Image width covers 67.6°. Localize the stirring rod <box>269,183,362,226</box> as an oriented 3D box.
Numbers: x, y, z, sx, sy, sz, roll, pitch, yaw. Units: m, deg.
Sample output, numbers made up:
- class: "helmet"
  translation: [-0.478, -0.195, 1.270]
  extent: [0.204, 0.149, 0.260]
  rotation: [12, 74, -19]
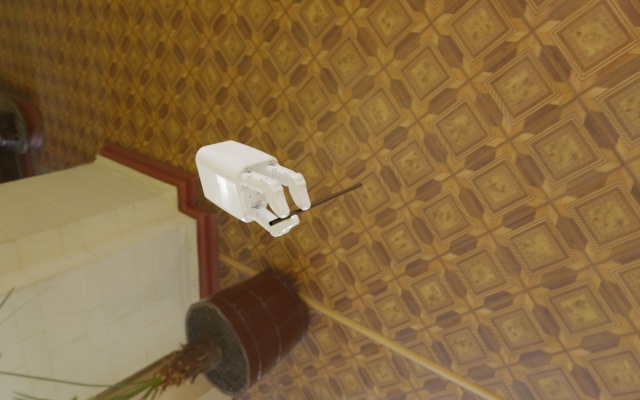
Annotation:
- class: "stirring rod"
  translation: [0.000, 0.003, 0.805]
  extent: [0.011, 0.011, 0.239]
  rotation: [0, 16, 40]
